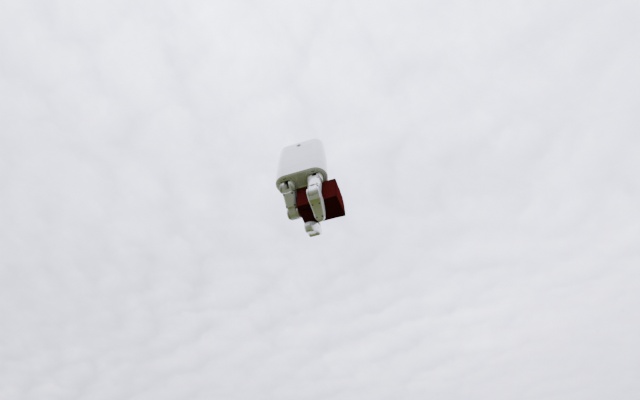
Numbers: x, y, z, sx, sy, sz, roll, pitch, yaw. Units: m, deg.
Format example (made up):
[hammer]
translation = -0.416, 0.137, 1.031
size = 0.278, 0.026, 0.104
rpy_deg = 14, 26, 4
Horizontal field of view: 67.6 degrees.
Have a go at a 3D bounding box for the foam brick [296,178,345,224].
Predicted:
[foam brick]
translation = 0.000, 0.003, 0.867
size = 0.078, 0.053, 0.051
rpy_deg = -14, 39, 11
